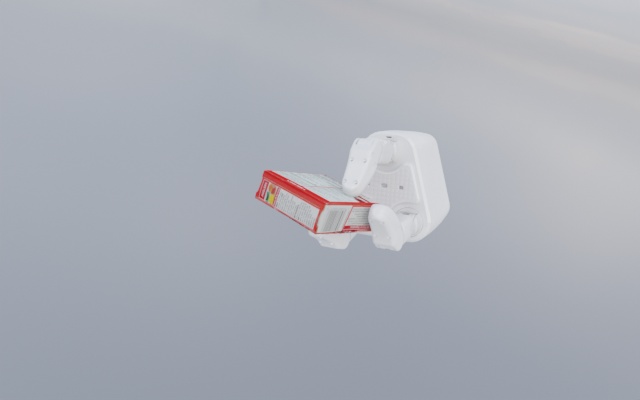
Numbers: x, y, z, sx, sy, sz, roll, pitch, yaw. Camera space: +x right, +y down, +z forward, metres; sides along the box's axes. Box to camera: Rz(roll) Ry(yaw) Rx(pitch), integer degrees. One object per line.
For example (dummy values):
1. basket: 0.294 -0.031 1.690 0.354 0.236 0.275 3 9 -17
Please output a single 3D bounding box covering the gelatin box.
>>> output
1. gelatin box: 0.000 0.001 0.419 0.073 0.030 0.089 29 16 34
